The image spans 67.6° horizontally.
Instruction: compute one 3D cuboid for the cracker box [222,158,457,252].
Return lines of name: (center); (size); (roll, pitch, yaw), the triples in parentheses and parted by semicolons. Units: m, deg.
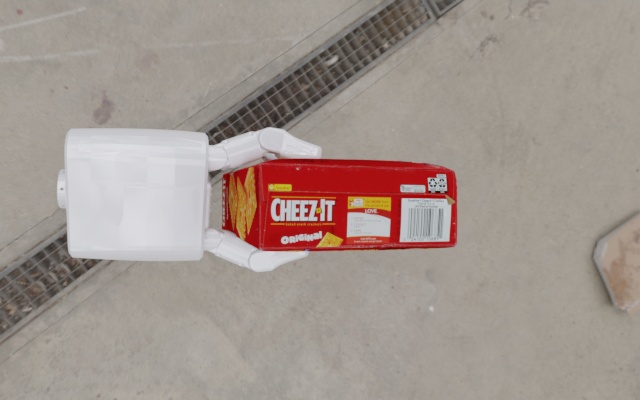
cracker box: (0.000, 0.002, 0.454); (0.164, 0.072, 0.213); (0, 2, -18)
